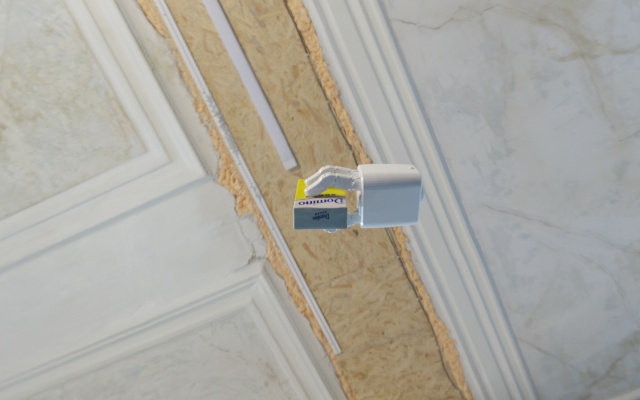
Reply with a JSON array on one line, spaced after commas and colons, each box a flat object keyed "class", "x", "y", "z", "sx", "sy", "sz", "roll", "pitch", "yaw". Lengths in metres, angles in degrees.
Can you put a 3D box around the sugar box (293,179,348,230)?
[{"class": "sugar box", "x": 0.000, "y": 0.002, "z": 0.876, "sx": 0.093, "sy": 0.048, "sz": 0.176, "roll": -1, "pitch": 16, "yaw": 0}]
